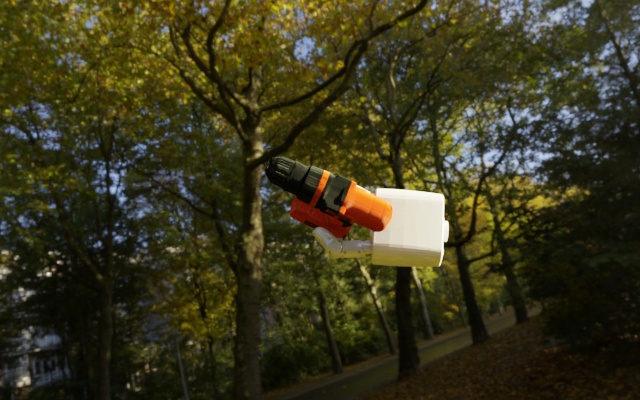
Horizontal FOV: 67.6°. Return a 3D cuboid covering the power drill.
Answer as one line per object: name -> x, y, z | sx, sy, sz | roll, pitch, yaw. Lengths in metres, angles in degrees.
power drill -> 0.000, 0.002, 0.714 | 0.184, 0.057, 0.188 | 26, -11, -4
